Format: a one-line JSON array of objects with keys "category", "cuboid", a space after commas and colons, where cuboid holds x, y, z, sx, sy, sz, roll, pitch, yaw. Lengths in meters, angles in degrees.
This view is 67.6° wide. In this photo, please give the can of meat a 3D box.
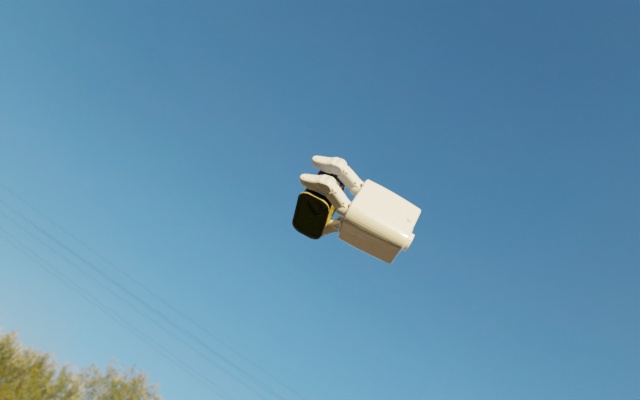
[{"category": "can of meat", "cuboid": [0.000, 0.003, 0.826, 0.057, 0.102, 0.084, 27, 48, 10]}]
